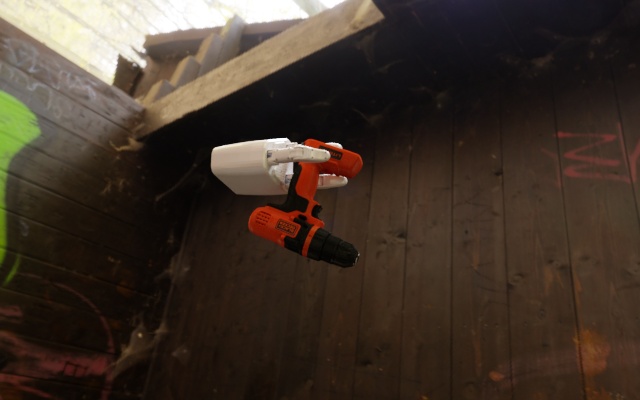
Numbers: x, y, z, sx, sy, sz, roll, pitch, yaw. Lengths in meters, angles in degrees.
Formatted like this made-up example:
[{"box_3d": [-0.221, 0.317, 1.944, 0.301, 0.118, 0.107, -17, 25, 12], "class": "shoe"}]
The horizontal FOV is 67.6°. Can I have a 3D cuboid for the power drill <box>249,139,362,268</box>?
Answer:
[{"box_3d": [0.000, 0.002, 0.772, 0.184, 0.187, 0.057, 21, -23, 12], "class": "power drill"}]
